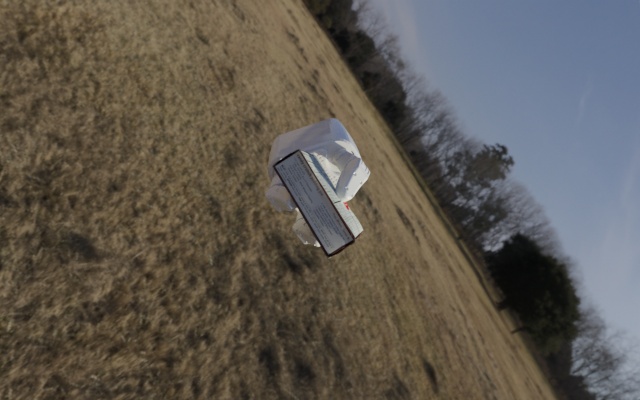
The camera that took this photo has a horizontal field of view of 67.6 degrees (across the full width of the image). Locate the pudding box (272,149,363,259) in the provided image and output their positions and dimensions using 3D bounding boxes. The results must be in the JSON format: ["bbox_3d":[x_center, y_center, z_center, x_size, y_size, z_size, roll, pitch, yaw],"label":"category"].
[{"bbox_3d":[0.000,0.002,0.519,0.039,0.113,0.090,-34,-5,10],"label":"pudding box"}]
